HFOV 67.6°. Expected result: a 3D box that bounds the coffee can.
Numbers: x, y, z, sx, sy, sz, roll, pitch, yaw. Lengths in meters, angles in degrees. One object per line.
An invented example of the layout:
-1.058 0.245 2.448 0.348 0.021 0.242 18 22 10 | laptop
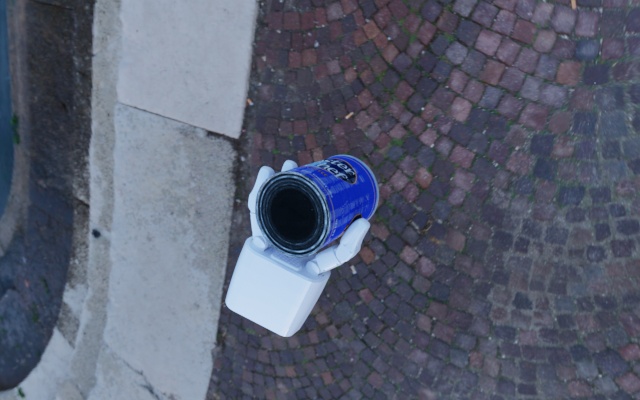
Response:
0.000 0.002 0.603 0.103 0.103 0.140 0 12 30 | coffee can
